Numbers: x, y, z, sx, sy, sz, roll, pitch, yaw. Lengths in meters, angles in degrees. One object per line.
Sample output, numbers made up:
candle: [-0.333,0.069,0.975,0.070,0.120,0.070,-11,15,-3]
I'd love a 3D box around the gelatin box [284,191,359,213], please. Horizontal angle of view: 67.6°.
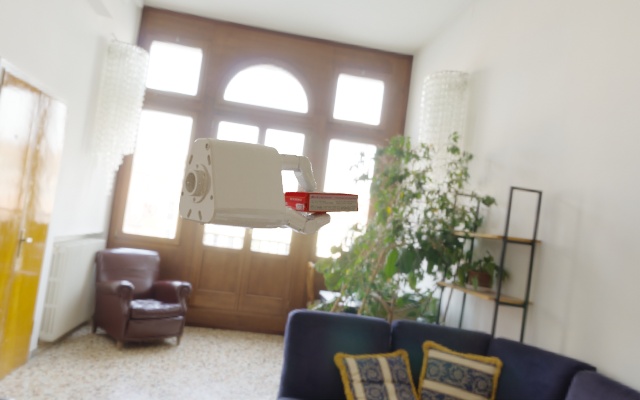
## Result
gelatin box: [0.000,0.002,0.702,0.089,0.030,0.073,0,3,-31]
